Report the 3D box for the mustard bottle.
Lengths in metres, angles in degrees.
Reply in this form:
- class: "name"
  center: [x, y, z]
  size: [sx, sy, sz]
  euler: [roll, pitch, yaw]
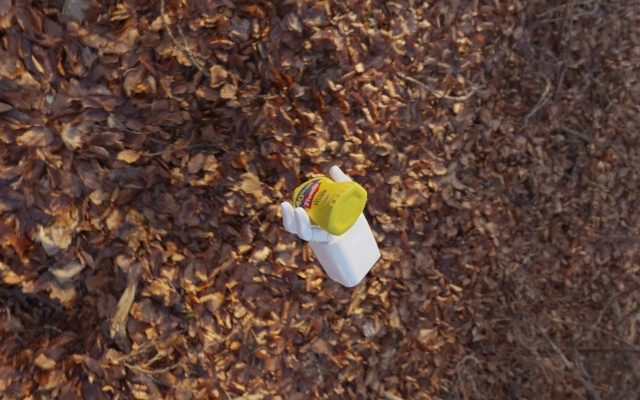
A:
- class: "mustard bottle"
  center: [0.000, 0.003, 0.883]
  size: [0.058, 0.096, 0.191]
  euler: [37, -11, -29]
